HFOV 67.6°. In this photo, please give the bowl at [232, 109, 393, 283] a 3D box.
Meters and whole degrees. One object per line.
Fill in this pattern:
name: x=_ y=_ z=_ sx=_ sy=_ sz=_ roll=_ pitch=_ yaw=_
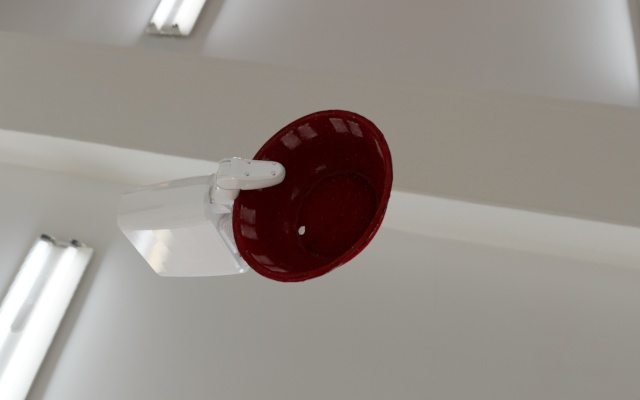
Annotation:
bowl: x=0.001 y=0.002 z=0.426 sx=0.162 sy=0.162 sz=0.055 roll=0 pitch=-24 yaw=35
